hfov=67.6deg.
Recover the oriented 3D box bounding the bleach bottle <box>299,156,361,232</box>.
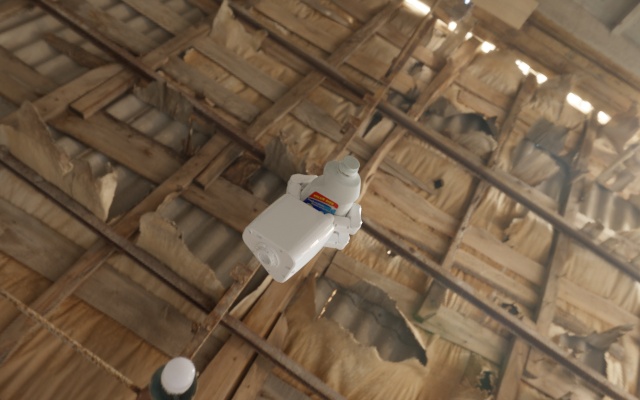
[{"bbox_3d":[0.000,0.003,0.862,0.068,0.102,0.251,-41,-11,-40],"label":"bleach bottle"}]
